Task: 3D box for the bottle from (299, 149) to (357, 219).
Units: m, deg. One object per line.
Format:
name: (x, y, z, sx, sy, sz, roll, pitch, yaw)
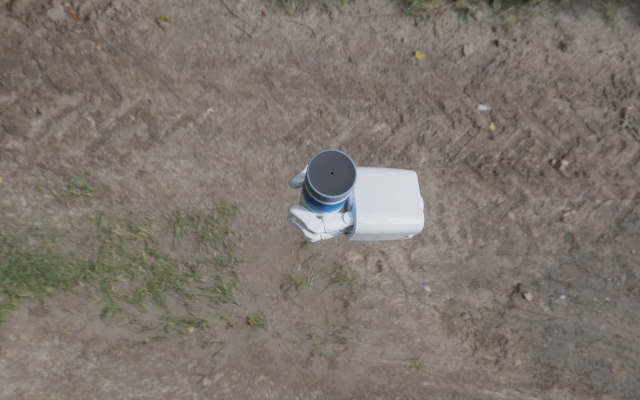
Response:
bottle: (0.000, 0.002, 0.756, 0.069, 0.069, 0.296, 0, -15, -6)
